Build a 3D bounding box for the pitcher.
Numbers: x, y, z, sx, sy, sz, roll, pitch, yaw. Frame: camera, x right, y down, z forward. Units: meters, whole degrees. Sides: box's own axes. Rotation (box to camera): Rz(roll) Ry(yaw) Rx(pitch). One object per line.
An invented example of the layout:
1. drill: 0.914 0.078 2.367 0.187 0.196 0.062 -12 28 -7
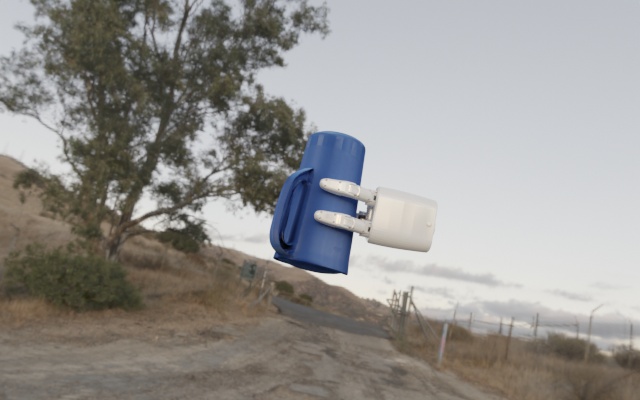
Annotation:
1. pitcher: 0.000 0.003 0.840 0.145 0.242 0.149 13 -12 -2
